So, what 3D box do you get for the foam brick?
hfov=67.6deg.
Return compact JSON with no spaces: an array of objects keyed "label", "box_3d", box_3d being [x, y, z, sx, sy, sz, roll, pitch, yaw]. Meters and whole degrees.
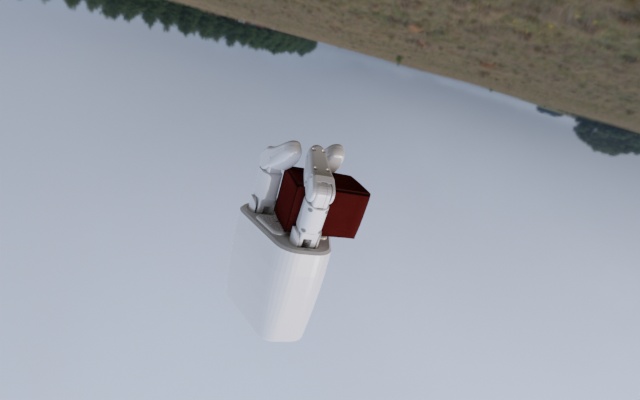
[{"label":"foam brick","box_3d":[0.000,0.002,0.482,0.078,0.051,0.053,8,21,-22]}]
